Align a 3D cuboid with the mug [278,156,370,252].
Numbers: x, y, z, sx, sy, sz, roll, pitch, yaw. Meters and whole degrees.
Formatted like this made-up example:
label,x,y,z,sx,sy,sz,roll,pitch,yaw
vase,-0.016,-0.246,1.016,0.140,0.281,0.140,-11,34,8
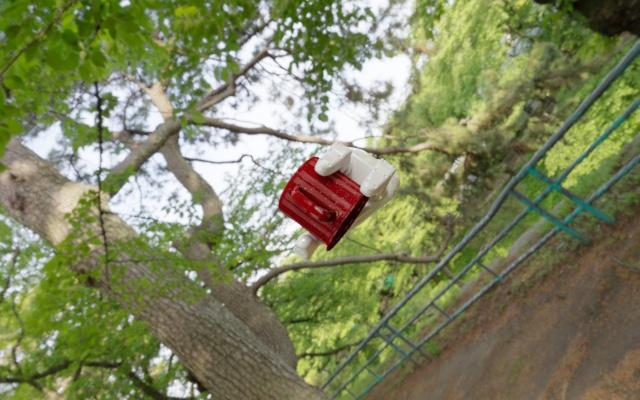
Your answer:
label,x,y,z,sx,sy,sz,roll,pitch,yaw
mug,-0.001,0.002,0.564,0.081,0.093,0.117,36,15,10
